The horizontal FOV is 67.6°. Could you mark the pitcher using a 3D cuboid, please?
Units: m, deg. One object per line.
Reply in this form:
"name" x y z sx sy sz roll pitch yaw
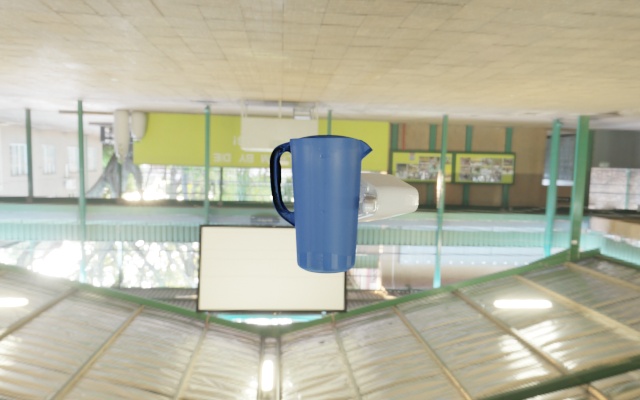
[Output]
"pitcher" 0.000 0.003 0.868 0.145 0.243 0.149 -3 7 -33
